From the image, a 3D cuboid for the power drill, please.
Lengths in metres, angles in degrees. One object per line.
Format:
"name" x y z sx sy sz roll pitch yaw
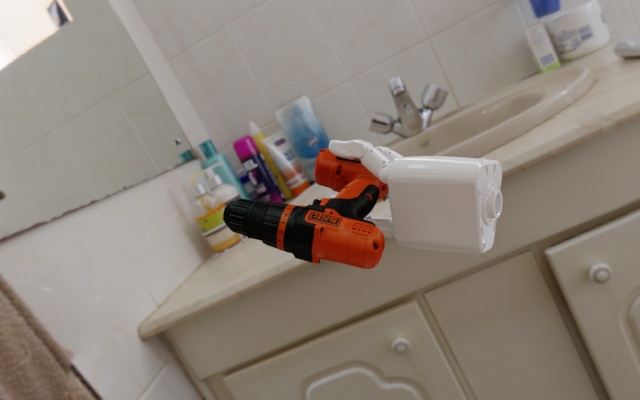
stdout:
"power drill" 0.001 0.002 0.578 0.184 0.057 0.187 15 35 13
